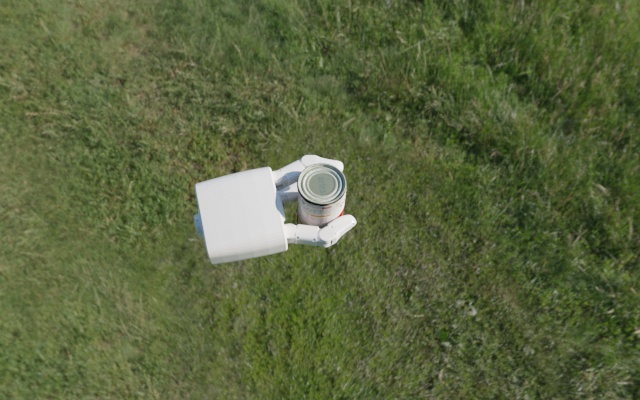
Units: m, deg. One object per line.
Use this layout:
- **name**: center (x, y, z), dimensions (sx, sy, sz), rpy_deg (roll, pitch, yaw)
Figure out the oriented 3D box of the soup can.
- **soup can**: center (0.001, 0.002, 0.669), dimensions (0.068, 0.068, 0.102), rpy_deg (0, -30, -2)
